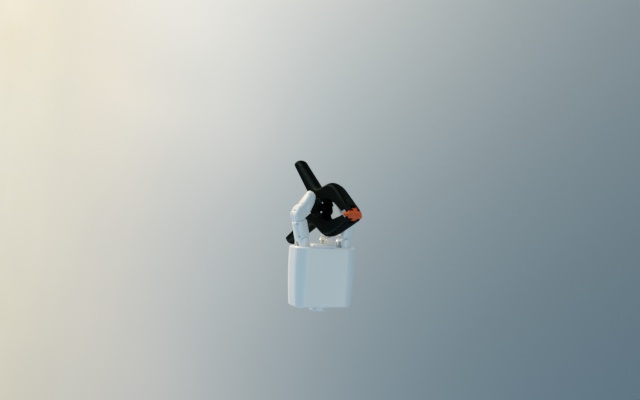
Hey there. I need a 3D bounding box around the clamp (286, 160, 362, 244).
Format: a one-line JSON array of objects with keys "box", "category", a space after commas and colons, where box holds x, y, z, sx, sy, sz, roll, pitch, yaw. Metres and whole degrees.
[{"box": [0.000, 0.003, 0.866, 0.036, 0.164, 0.210, 4, -3, -34], "category": "clamp"}]
